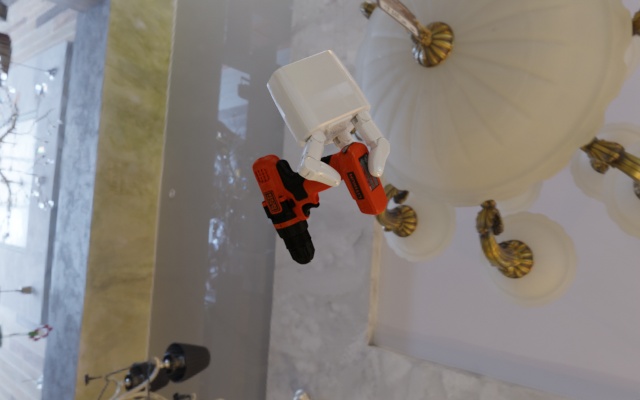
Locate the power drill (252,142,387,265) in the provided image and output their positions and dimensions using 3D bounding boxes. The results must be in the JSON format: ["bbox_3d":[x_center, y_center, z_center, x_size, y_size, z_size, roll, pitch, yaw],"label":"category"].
[{"bbox_3d":[0.000,0.002,0.715,0.188,0.184,0.057,-15,15,30],"label":"power drill"}]
